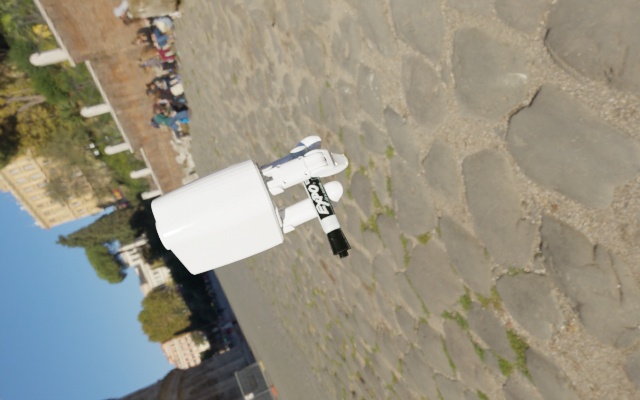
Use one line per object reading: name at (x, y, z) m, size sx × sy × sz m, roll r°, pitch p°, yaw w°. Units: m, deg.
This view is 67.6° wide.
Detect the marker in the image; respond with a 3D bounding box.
marker at (0.000, 0.002, 0.481) m, size 0.020 × 0.121 × 0.020 m, roll -23°, pitch -13°, yaw -5°
